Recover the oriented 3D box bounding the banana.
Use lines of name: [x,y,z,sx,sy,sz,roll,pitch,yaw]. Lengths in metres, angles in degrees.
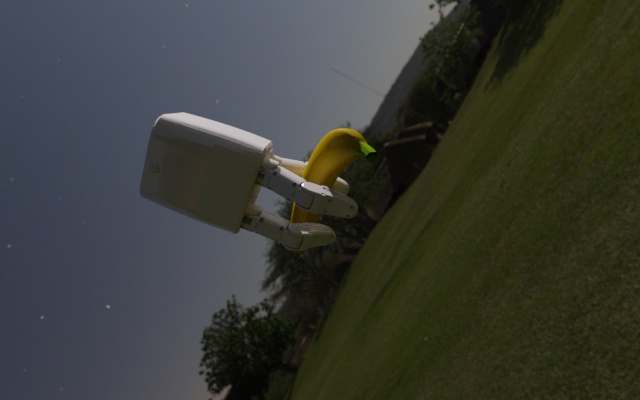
banana: [0.001,-0.016,0.509,0.037,0.069,0.198,11,-36,-17]
